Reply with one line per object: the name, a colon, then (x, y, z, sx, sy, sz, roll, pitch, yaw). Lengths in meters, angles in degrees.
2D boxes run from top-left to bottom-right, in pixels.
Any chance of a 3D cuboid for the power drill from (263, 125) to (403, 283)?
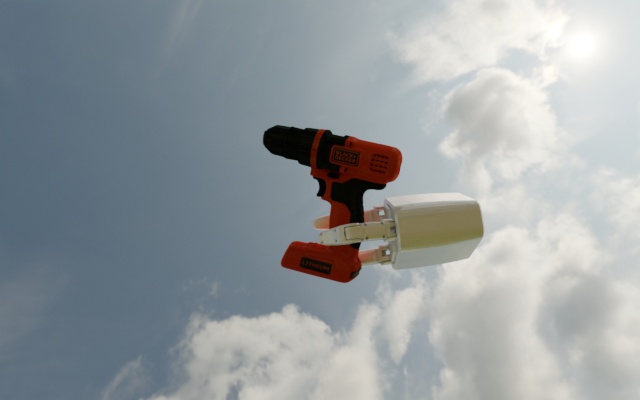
power drill: (0.000, 0.003, 0.625, 0.184, 0.188, 0.057, 14, 13, 15)
